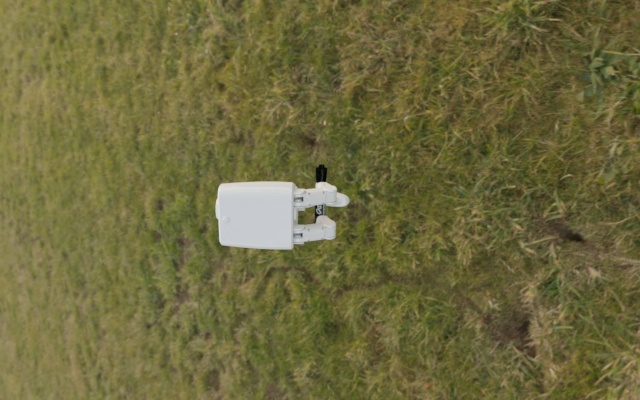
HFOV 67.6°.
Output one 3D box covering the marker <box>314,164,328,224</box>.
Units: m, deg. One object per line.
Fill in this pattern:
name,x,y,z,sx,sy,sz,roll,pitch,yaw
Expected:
marker,0.000,0.002,0.756,0.020,0.121,0.020,1,17,0
